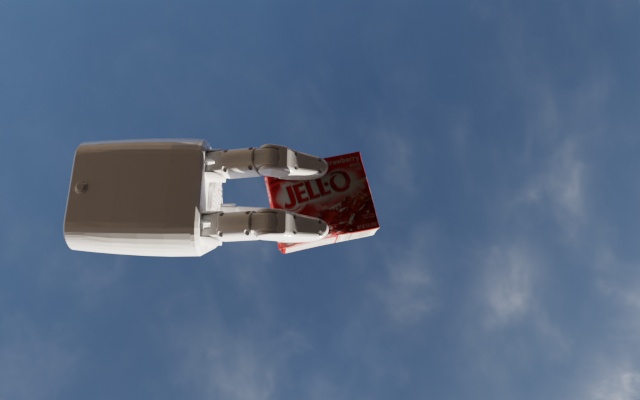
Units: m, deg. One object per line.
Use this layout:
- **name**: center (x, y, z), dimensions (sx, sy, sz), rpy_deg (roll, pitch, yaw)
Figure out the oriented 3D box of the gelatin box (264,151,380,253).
- **gelatin box**: center (0.000, 0.001, 0.424), dimensions (0.089, 0.073, 0.030), rpy_deg (-11, -15, -9)
